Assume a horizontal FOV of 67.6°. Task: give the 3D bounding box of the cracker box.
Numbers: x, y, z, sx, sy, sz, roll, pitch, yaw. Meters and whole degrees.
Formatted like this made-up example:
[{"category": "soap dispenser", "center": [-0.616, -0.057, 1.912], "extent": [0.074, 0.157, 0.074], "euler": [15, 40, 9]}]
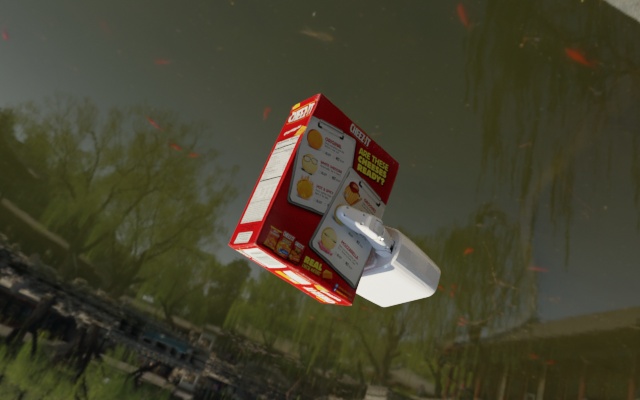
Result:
[{"category": "cracker box", "center": [0.000, 0.002, 0.610], "extent": [0.164, 0.213, 0.072], "euler": [37, -28, -31]}]
